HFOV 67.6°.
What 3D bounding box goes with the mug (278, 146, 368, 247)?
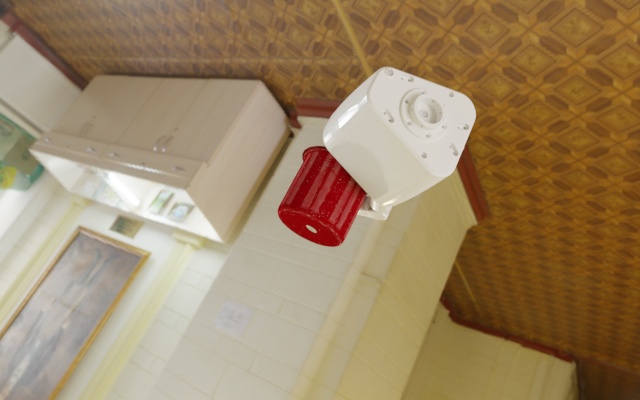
[{"bbox_3d":[-0.001,0.002,0.550,0.093,0.081,0.117,31,-23,-9],"label":"mug"}]
